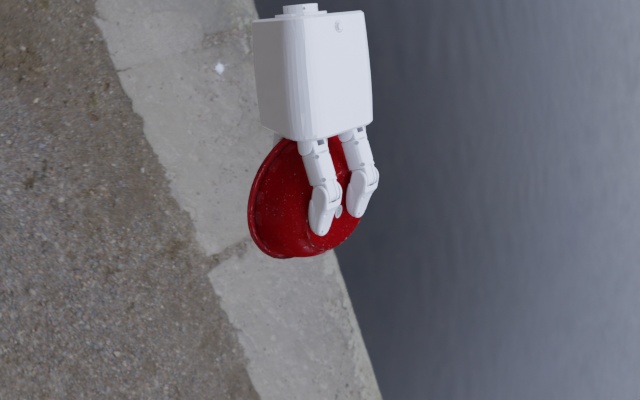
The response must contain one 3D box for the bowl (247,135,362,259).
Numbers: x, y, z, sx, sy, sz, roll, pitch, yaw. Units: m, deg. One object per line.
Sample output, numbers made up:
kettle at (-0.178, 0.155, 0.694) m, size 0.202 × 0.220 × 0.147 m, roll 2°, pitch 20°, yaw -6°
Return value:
bowl at (0.001, 0.003, 0.525) m, size 0.055 × 0.162 × 0.162 m, roll 27°, pitch 18°, yaw 39°
